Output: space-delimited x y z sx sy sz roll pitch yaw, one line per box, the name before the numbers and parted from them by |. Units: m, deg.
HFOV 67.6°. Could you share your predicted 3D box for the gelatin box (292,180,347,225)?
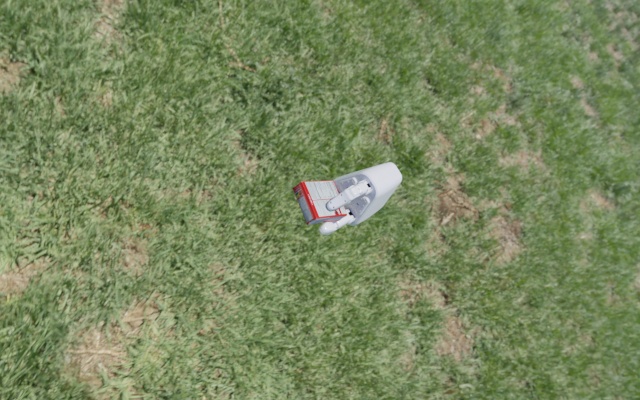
gelatin box | 0.000 0.003 0.855 0.089 0.073 0.030 -5 -23 -48
